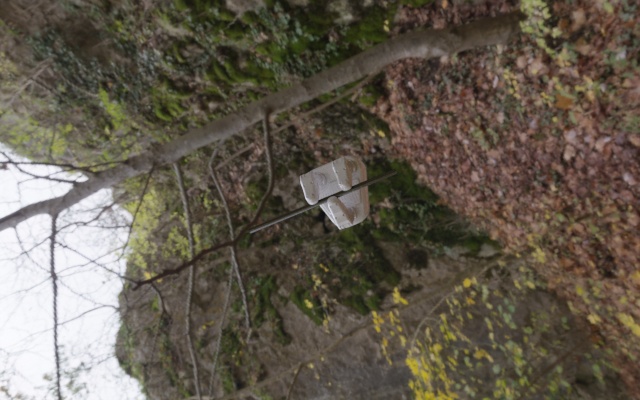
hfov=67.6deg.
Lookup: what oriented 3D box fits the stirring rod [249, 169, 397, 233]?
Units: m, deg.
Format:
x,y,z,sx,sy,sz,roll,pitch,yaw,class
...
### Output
x,y,z,sx,sy,sz,roll,pitch,yaw,class
0.000,0.002,0.710,0.239,0.011,0.011,-22,-5,12,stirring rod
